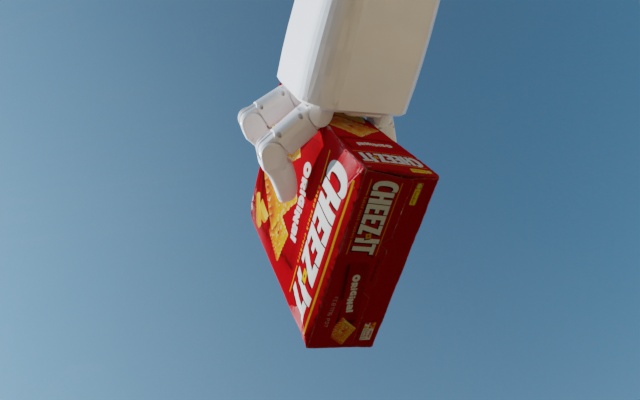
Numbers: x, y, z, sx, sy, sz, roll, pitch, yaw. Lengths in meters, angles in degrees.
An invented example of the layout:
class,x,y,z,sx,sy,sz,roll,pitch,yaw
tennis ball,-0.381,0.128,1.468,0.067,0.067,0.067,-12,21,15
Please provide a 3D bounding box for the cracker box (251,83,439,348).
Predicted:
class,x,y,z,sx,sy,sz,roll,pitch,yaw
cracker box,0.000,0.001,0.444,0.072,0.164,0.213,5,26,-24
